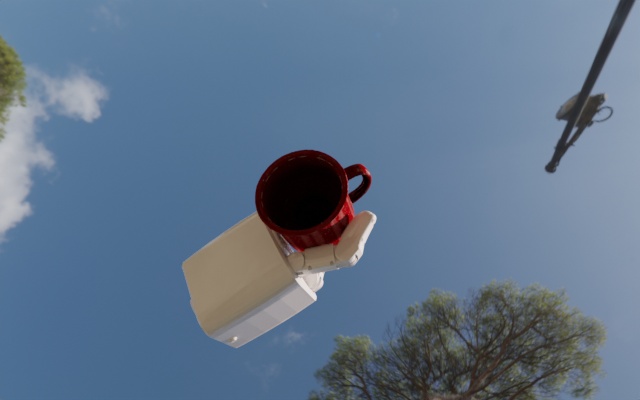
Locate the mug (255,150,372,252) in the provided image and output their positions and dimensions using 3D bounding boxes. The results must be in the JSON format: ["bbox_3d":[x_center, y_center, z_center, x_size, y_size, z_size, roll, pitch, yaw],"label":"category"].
[{"bbox_3d":[0.001,0.001,0.493,0.117,0.093,0.081,-32,-29,-2],"label":"mug"}]
